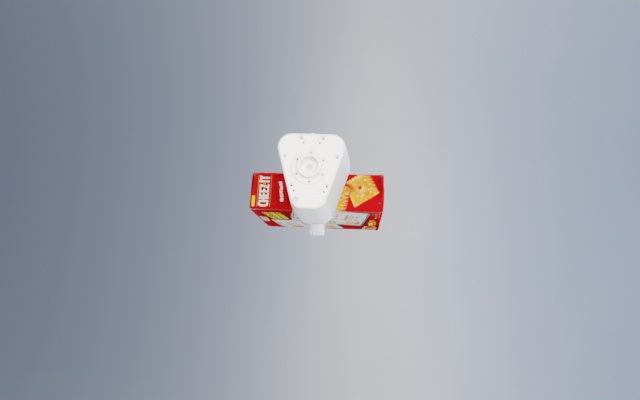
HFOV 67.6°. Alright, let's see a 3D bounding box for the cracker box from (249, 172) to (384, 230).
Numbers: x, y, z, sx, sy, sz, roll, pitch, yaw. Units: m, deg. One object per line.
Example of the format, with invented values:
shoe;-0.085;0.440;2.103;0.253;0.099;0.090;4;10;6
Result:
cracker box;0.000;0.003;0.834;0.213;0.072;0.164;2;-13;5
